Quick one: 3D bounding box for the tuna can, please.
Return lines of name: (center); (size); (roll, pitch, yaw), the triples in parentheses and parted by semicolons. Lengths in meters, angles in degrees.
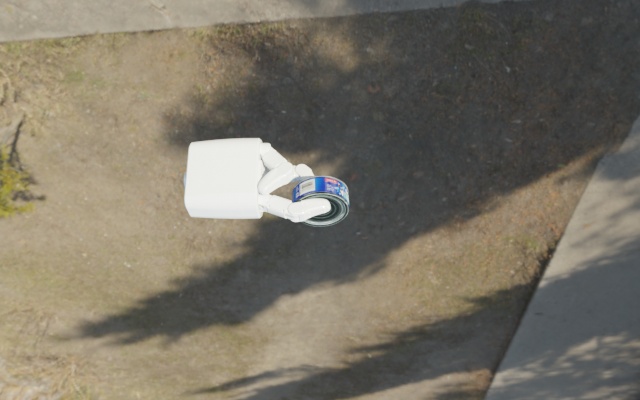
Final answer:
tuna can: (0.000, 0.003, 0.714); (0.086, 0.033, 0.086); (-1, -38, -1)
